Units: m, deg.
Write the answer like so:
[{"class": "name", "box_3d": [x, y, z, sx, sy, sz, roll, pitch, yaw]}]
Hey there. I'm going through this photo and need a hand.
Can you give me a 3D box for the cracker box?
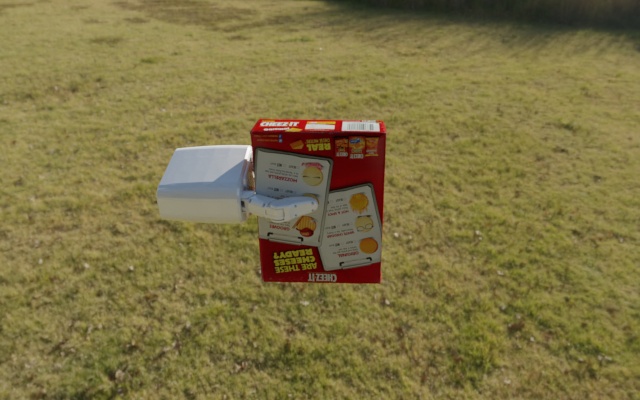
[{"class": "cracker box", "box_3d": [0.000, 0.002, 0.631, 0.164, 0.214, 0.072, 1, 25, 4]}]
